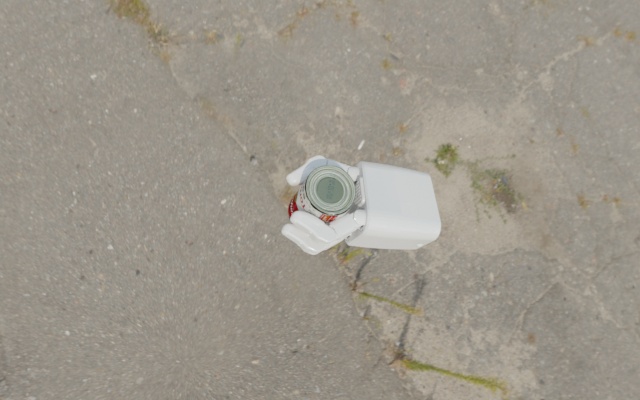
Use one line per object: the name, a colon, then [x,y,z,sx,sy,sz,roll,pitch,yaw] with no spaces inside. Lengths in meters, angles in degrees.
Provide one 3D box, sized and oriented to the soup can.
soup can: [0.000,0.002,0.634,0.068,0.068,0.102,0,-18,-16]
